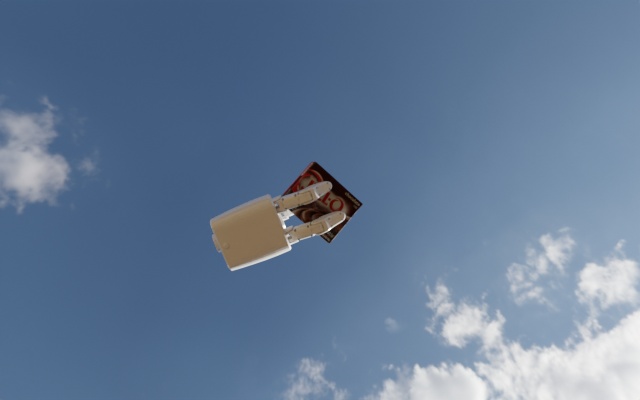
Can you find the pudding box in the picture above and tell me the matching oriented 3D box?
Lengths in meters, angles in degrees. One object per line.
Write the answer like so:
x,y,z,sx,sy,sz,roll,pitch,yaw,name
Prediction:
0.000,0.003,0.808,0.113,0.090,0.039,41,-2,-14,pudding box
